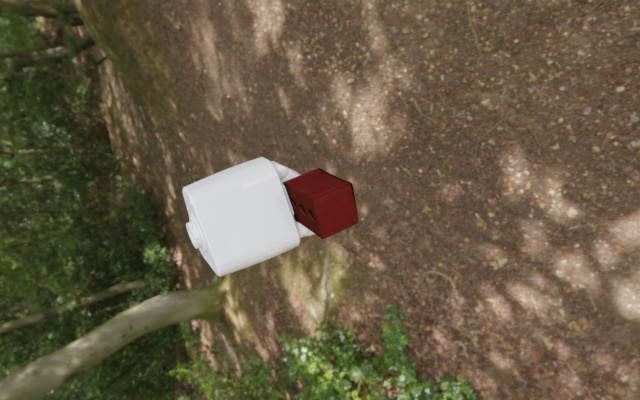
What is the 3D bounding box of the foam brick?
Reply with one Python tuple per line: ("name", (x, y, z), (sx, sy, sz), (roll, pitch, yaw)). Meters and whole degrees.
("foam brick", (0.000, 0.002, 0.558), (0.051, 0.053, 0.078), (-23, 26, -22))
